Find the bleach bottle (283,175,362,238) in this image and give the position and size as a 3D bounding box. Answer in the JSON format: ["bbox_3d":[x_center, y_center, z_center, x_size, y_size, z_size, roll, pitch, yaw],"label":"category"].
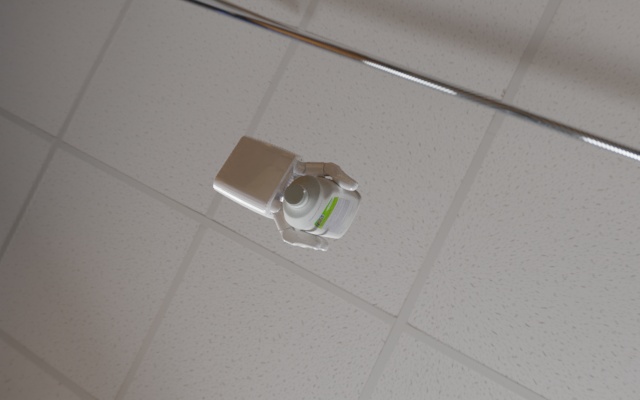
[{"bbox_3d":[0.000,0.003,0.752,0.068,0.102,0.251,25,-1,17],"label":"bleach bottle"}]
